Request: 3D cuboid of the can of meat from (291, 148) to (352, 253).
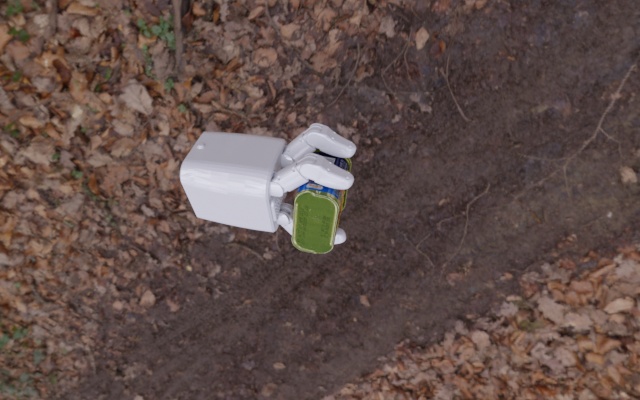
[{"bbox_3d":[0.000,0.002,0.577,0.057,0.102,0.084,11,42,5],"label":"can of meat"}]
